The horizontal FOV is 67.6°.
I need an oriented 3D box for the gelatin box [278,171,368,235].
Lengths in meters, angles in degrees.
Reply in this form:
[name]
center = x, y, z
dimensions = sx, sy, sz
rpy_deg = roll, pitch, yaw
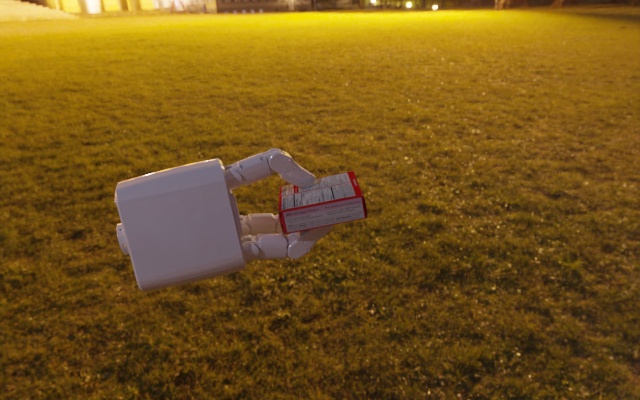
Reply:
[gelatin box]
center = 0.000, 0.001, 0.510
dimensions = 0.089, 0.030, 0.073
rpy_deg = -12, 23, 0
